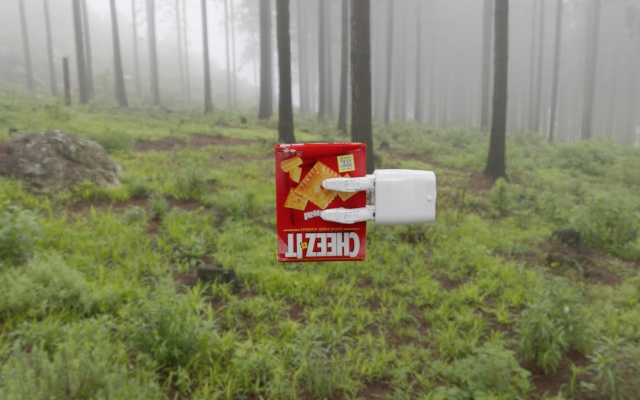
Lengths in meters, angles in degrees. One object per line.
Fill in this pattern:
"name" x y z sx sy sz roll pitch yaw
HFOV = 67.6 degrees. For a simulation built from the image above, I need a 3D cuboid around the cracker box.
"cracker box" 0.000 0.003 0.874 0.164 0.214 0.072 -1 8 -2
